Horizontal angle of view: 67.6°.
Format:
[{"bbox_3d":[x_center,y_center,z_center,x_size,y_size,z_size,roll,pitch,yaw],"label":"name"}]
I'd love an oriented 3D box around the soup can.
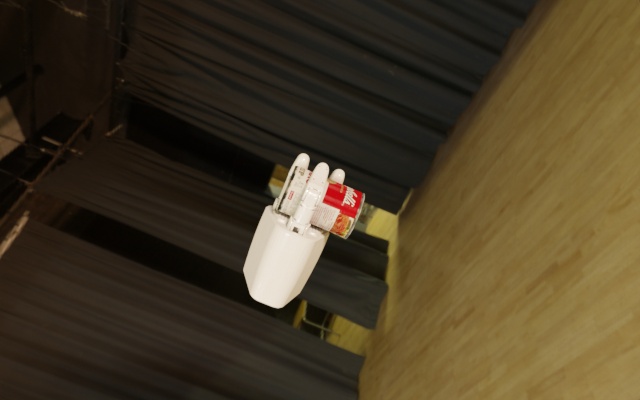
[{"bbox_3d":[0.000,0.002,0.650,0.102,0.068,0.068,23,-2,-4],"label":"soup can"}]
